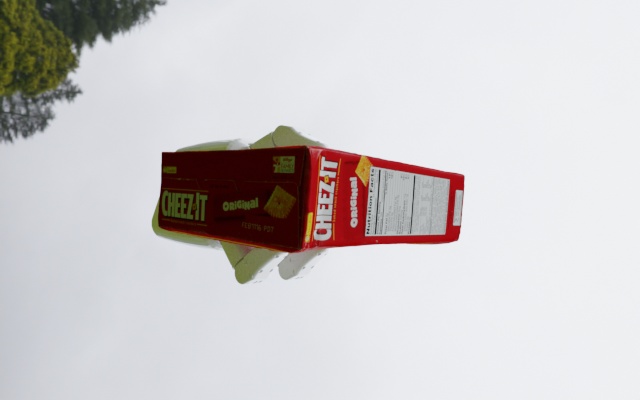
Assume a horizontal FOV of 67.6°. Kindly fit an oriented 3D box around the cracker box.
[{"bbox_3d":[0.000,0.001,0.408,0.164,0.072,0.214,3,0,41],"label":"cracker box"}]
